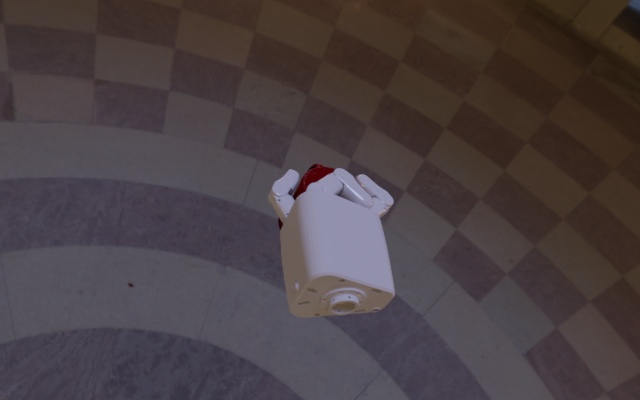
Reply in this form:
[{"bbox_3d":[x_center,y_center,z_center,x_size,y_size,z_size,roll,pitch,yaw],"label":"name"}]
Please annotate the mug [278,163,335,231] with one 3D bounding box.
[{"bbox_3d":[0.000,0.001,0.622,0.093,0.117,0.081,8,-42,-21],"label":"mug"}]
